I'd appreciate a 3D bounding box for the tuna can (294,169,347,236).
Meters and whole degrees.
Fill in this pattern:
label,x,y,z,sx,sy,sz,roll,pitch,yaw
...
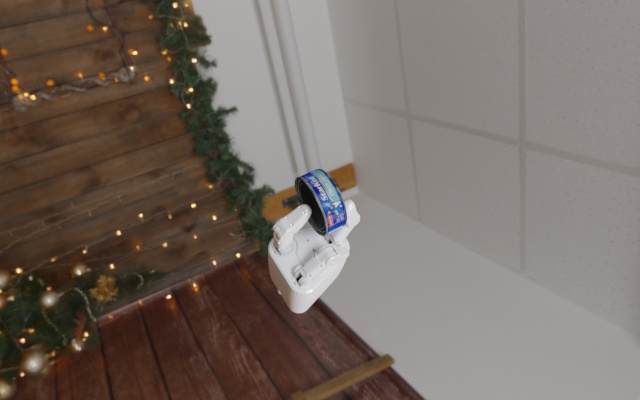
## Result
label,x,y,z,sx,sy,sz,roll,pitch,yaw
tuna can,0.001,0.002,0.632,0.034,0.086,0.086,-25,8,-17
